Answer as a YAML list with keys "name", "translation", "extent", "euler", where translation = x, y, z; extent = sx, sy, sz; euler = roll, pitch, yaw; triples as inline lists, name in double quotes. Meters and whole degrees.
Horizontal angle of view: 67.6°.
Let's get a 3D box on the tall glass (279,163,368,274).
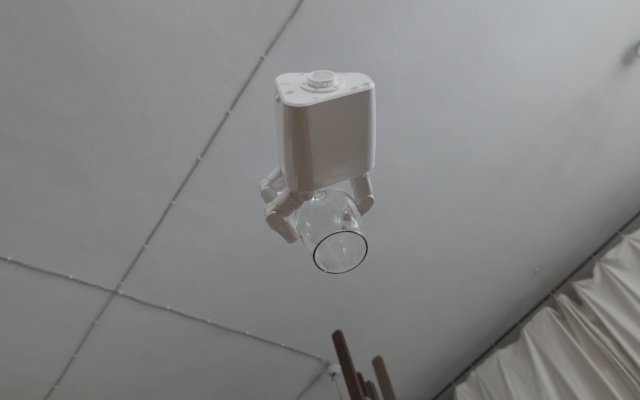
- name: "tall glass"
  translation: [0.000, 0.002, 0.599]
  extent: [0.079, 0.079, 0.201]
  euler: [0, 34, -16]
